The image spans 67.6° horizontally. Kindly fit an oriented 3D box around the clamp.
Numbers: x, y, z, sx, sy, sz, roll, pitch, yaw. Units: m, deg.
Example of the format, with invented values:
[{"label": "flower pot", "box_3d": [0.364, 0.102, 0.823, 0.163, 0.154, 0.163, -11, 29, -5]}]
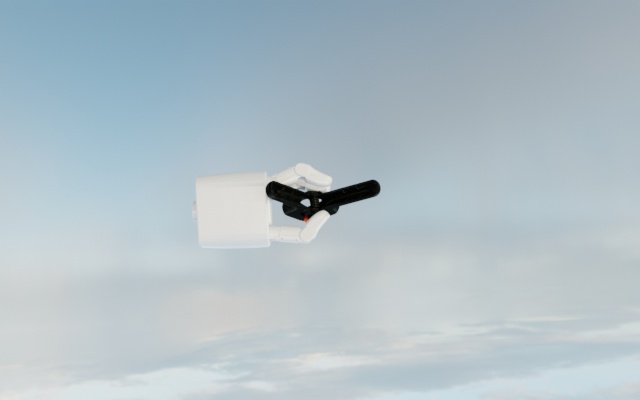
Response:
[{"label": "clamp", "box_3d": [0.000, 0.003, 0.757, 0.164, 0.036, 0.210, -2, -13, -4]}]
